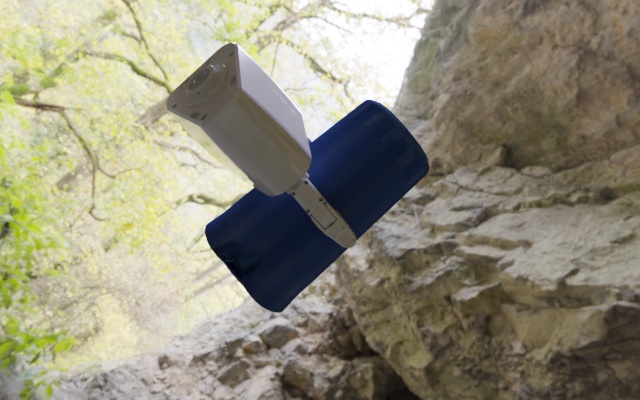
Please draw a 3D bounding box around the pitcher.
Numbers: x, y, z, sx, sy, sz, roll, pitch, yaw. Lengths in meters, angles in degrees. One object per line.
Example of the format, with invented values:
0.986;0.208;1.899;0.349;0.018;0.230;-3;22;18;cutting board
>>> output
0.000;0.002;0.553;0.145;0.243;0.149;45;6;-40;pitcher
